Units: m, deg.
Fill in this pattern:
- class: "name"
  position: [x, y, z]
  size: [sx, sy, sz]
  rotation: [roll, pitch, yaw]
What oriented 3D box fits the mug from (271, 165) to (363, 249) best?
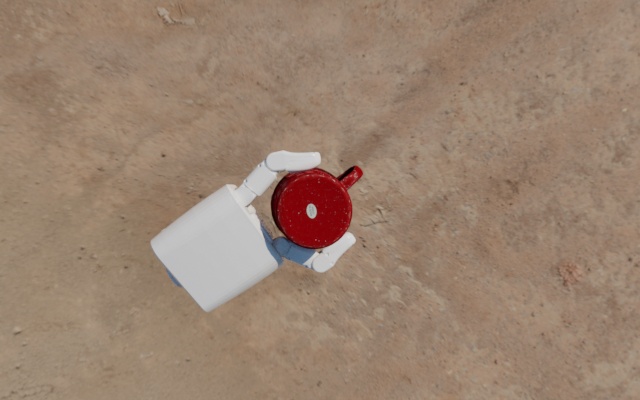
- class: "mug"
  position: [0.001, 0.001, 0.533]
  size: [0.117, 0.093, 0.081]
  rotation: [-36, 6, -2]
